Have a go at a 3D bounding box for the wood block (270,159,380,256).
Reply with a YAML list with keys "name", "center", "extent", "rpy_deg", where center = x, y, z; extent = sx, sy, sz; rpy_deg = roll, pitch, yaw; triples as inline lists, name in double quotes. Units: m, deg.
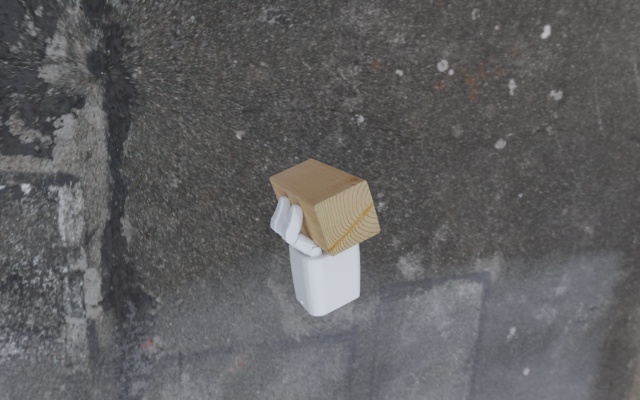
- name: "wood block"
  center: [0.001, 0.003, 0.785]
  extent: [0.091, 0.090, 0.206]
  rpy_deg: [-25, 23, -17]
